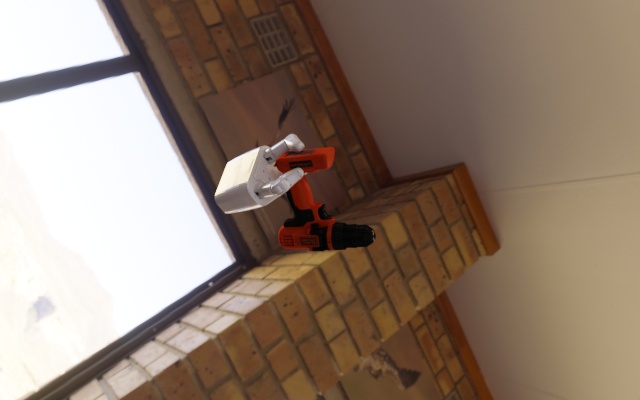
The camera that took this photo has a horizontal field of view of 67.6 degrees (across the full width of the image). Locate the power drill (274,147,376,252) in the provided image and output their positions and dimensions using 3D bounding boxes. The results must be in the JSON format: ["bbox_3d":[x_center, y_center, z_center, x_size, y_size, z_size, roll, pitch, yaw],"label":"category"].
[{"bbox_3d":[0.000,0.002,0.855,0.184,0.188,0.057,-3,17,19],"label":"power drill"}]
